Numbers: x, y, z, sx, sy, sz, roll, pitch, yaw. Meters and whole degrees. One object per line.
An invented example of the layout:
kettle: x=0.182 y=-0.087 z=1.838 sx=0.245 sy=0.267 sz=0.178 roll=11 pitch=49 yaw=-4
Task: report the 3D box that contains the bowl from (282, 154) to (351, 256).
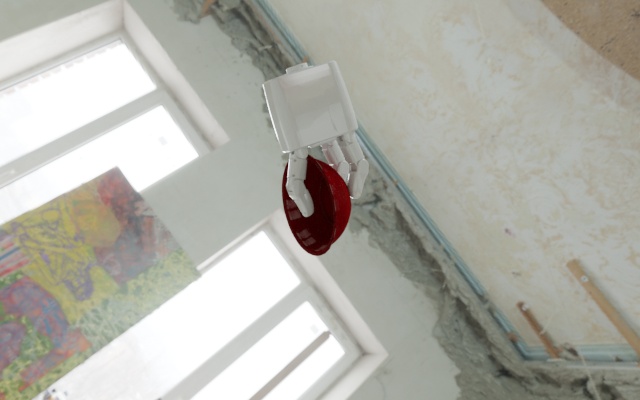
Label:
bowl: x=0.000 y=0.004 z=0.746 sx=0.055 sy=0.162 sz=0.162 roll=-11 pitch=6 yaw=-30
